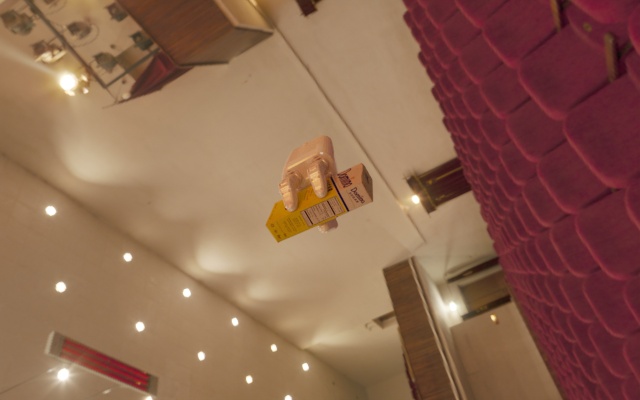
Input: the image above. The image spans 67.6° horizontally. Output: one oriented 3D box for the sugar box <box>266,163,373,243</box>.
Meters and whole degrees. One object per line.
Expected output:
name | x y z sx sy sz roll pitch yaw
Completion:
sugar box | 0.000 0.002 0.793 0.176 0.048 0.093 -27 19 16
